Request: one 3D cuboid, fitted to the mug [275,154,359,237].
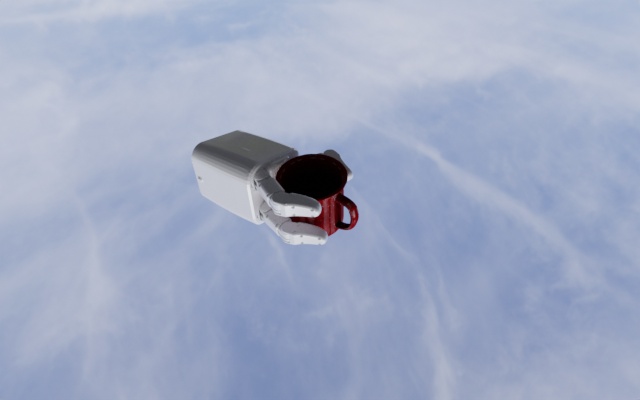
[{"bbox_3d":[0.001,0.003,0.632,0.117,0.082,0.093,24,50,26],"label":"mug"}]
